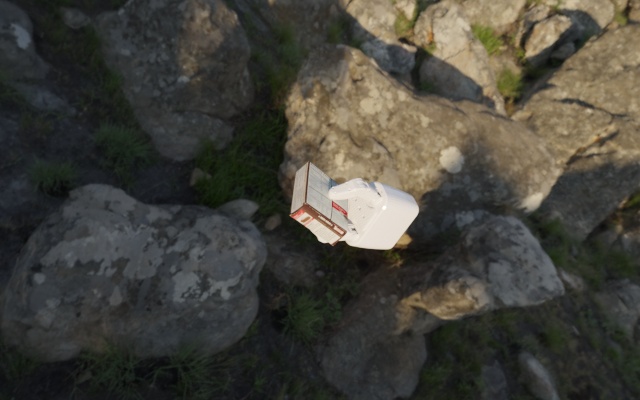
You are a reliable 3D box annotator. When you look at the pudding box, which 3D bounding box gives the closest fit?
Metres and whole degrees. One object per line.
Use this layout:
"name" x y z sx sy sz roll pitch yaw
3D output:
"pudding box" 0.000 0.002 0.751 0.090 0.113 0.039 36 -59 -23
